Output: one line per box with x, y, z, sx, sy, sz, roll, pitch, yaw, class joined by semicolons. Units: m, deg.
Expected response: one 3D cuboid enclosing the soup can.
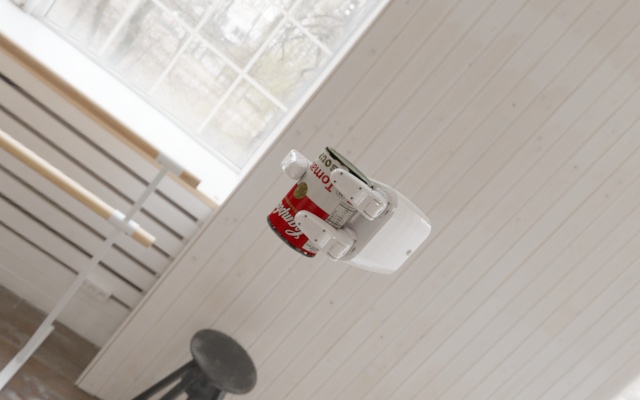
0.000;0.001;0.511;0.068;0.102;0.068;39;10;-8;soup can
